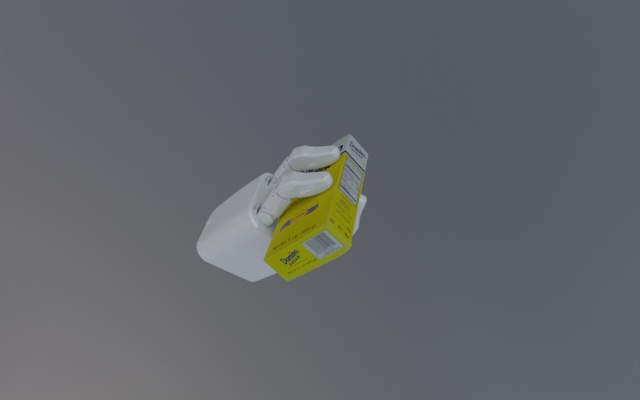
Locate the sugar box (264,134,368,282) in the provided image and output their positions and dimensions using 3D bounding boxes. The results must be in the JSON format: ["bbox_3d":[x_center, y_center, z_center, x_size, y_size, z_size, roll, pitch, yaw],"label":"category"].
[{"bbox_3d":[0.000,0.002,0.550,0.093,0.048,0.176,-31,28,30],"label":"sugar box"}]
